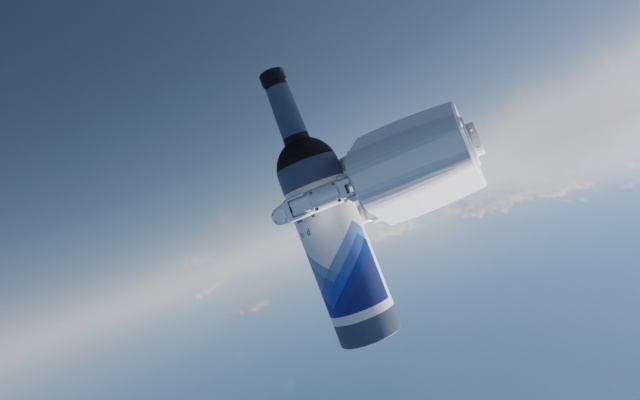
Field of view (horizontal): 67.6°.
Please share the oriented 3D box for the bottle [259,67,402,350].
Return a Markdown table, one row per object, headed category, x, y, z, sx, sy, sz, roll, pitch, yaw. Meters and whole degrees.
| category | x | y | z | sx | sy | sz | roll | pitch | yaw |
| --- | --- | --- | --- | --- | --- | --- | --- | --- | --- |
| bottle | 0.000 | 0.002 | 0.498 | 0.069 | 0.295 | 0.069 | -21 | -3 | -1 |
